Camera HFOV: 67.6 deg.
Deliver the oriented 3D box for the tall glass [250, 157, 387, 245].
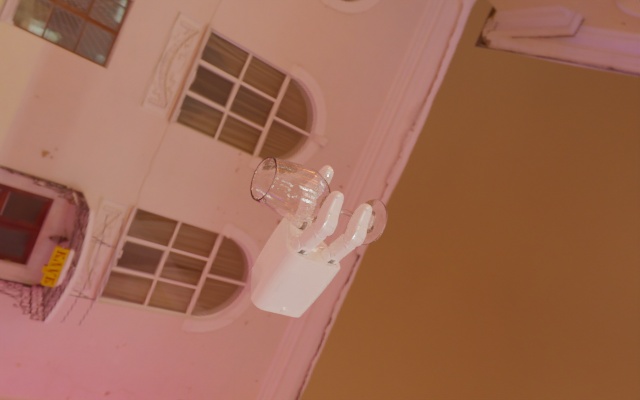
[{"bbox_3d":[0.001,0.002,0.685,0.201,0.079,0.079,23,-13,-34],"label":"tall glass"}]
